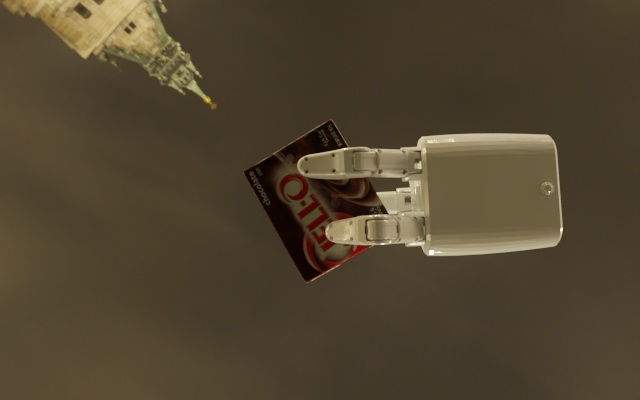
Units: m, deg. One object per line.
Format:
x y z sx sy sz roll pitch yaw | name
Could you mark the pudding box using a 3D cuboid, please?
0.000 0.001 0.417 0.090 0.113 0.039 -31 -7 2 | pudding box
